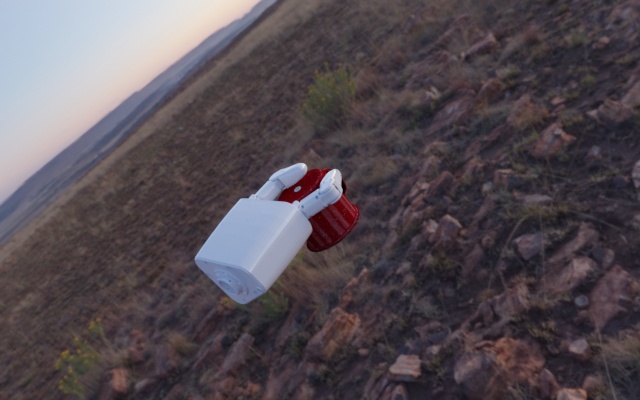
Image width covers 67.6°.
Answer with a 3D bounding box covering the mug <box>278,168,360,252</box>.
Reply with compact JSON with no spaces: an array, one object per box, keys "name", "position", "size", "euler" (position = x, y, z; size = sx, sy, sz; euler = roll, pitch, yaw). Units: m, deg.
[{"name":"mug","position":[0.001,0.001,0.666],"size":[0.093,0.081,0.117],"euler":[-13,34,48]}]
